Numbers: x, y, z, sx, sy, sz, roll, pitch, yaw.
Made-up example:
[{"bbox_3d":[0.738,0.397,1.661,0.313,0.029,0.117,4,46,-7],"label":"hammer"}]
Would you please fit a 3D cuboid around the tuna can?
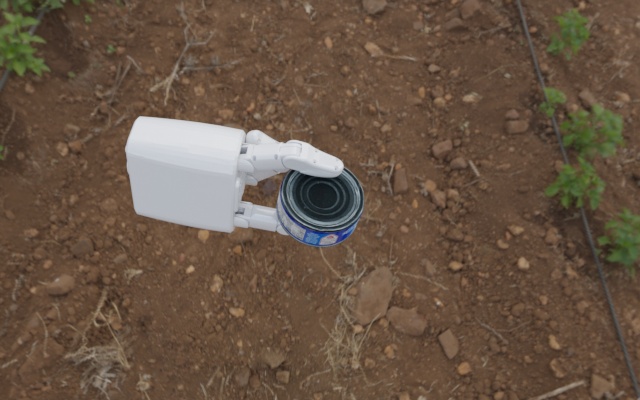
[{"bbox_3d":[0.000,0.001,0.477,0.086,0.086,0.034,0,-31,-13],"label":"tuna can"}]
